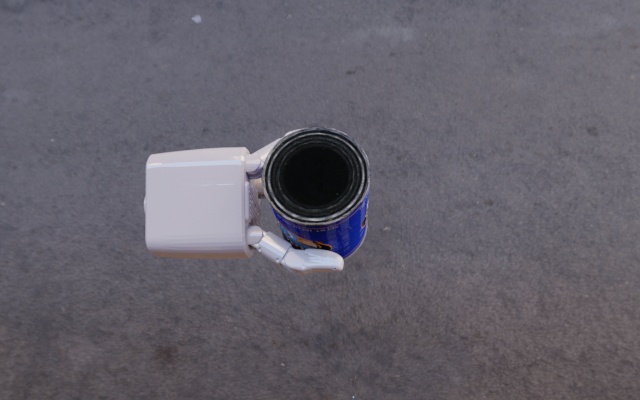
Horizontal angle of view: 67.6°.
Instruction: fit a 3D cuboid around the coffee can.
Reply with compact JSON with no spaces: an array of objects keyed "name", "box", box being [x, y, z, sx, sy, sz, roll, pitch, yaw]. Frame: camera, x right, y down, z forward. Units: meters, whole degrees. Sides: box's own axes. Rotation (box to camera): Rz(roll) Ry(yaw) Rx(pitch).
[{"name":"coffee can","box":[0.000,0.002,0.507,0.103,0.102,0.140,0,-22,4]}]
